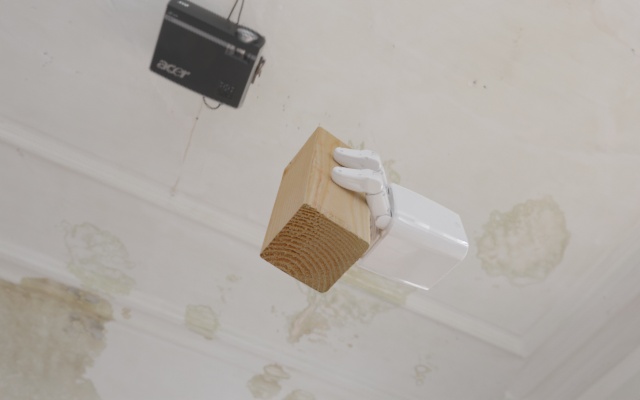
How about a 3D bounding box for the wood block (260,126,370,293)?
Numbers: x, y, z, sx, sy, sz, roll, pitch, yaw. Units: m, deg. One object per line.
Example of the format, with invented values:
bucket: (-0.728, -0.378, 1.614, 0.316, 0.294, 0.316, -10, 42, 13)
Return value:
wood block: (0.000, 0.002, 0.598, 0.090, 0.091, 0.206, 33, 28, -14)
